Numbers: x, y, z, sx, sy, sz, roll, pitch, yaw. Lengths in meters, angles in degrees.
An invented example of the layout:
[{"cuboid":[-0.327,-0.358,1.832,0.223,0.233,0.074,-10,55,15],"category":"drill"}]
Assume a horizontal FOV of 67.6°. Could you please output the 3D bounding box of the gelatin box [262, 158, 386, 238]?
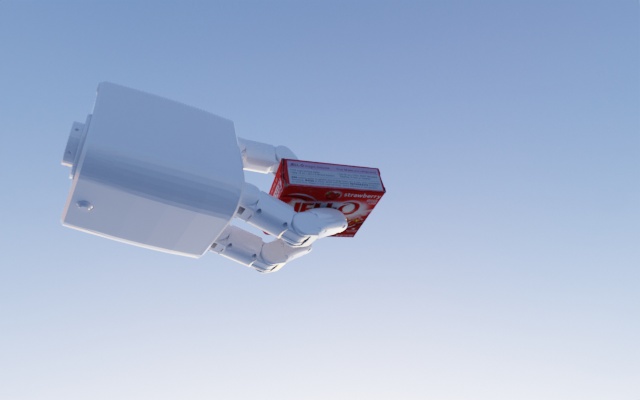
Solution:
[{"cuboid":[0.000,0.001,0.410,0.089,0.030,0.073,4,-36,-20],"category":"gelatin box"}]
